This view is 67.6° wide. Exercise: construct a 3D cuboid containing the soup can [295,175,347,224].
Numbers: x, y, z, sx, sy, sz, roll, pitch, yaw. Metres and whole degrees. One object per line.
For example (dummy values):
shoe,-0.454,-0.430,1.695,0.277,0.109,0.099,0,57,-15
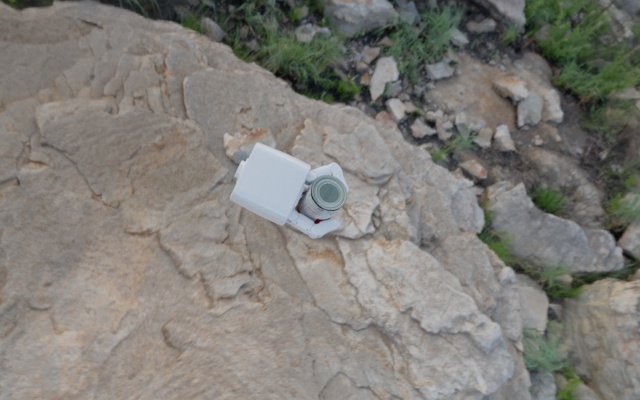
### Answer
soup can,0.001,0.003,0.859,0.068,0.068,0.102,0,-20,-19
